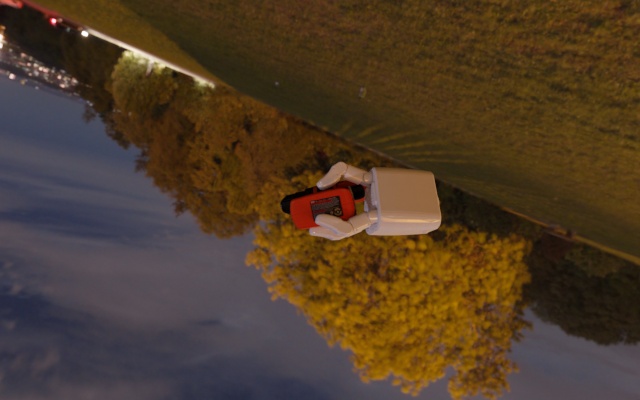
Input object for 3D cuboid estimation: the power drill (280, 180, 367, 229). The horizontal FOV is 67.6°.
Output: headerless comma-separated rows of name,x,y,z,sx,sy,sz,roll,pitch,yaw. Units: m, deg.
power drill,0.000,0.003,0.864,0.184,0.057,0.187,-14,8,10
